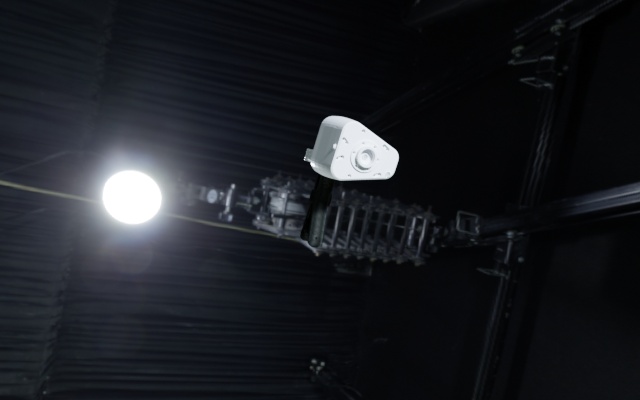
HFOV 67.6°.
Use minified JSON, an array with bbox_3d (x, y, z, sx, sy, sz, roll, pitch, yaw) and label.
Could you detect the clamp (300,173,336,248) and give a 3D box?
[{"bbox_3d":[0.001,0.003,0.840,0.039,0.171,0.120,11,8,-15],"label":"clamp"}]
